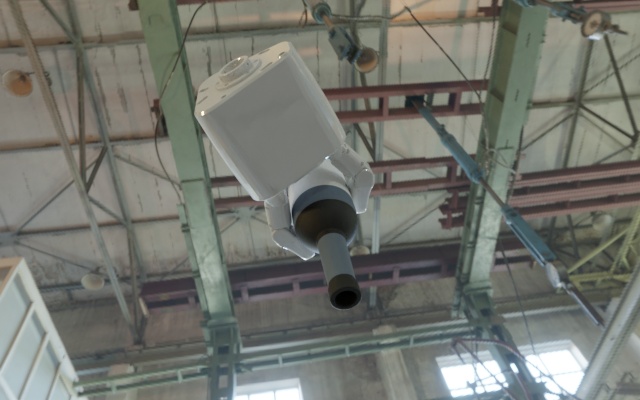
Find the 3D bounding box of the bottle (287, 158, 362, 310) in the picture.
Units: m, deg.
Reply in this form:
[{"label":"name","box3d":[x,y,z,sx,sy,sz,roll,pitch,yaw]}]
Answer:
[{"label":"bottle","box3d":[0.000,0.002,0.519,0.069,0.069,0.295,0,33,-10]}]
